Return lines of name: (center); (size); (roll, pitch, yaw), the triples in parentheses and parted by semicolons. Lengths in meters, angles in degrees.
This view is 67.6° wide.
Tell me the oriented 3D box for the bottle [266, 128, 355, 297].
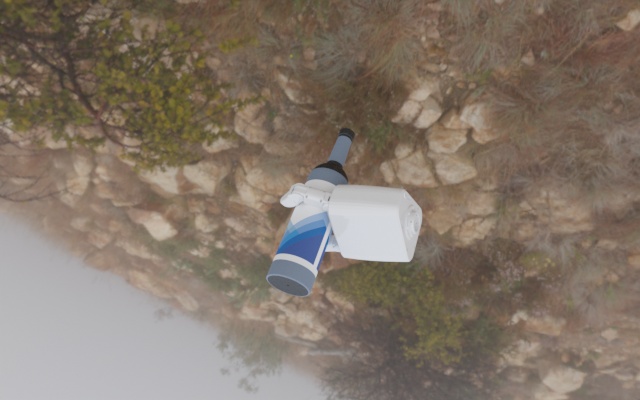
bottle: (0.000, 0.003, 0.749); (0.069, 0.295, 0.069); (16, -30, 10)
